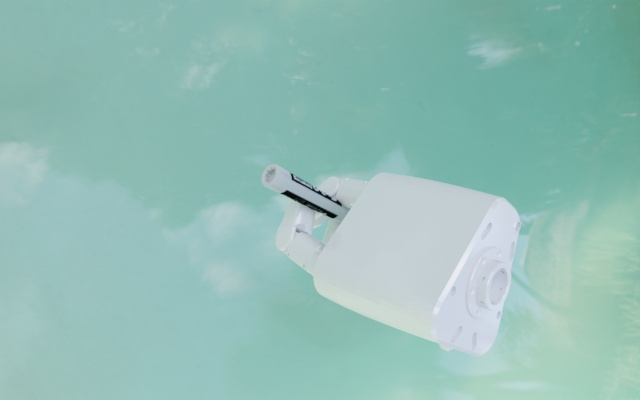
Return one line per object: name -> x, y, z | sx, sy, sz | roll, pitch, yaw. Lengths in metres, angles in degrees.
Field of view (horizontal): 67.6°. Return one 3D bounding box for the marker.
marker -> 0.000, 0.001, 0.405 | 0.020, 0.020, 0.121 | 0, -20, 44
